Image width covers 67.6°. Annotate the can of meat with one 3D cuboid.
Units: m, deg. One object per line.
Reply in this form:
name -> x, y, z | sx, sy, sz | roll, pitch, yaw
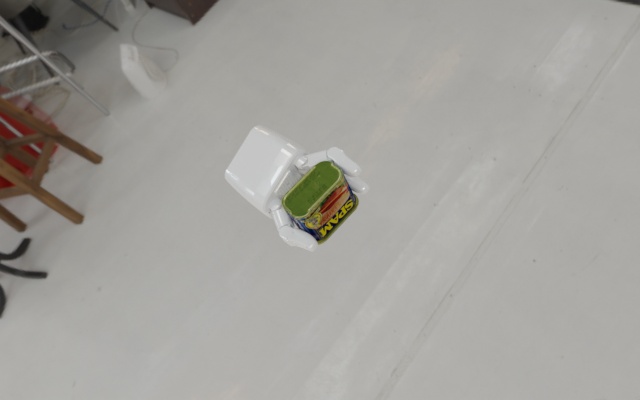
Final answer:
can of meat -> 0.000, 0.002, 0.696 | 0.057, 0.102, 0.084 | 38, -12, 33
